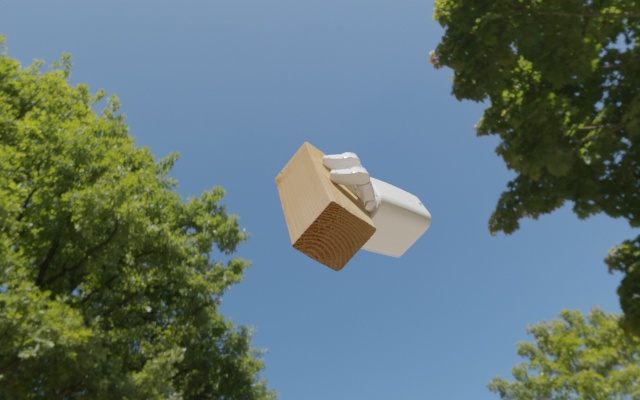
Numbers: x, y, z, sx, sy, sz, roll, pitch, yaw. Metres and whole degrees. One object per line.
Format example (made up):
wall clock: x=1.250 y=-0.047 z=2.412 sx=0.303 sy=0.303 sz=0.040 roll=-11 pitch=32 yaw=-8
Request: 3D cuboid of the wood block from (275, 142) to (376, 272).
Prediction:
wood block: x=0.000 y=0.003 z=0.751 sx=0.090 sy=0.091 sz=0.206 roll=32 pitch=18 yaw=-26
